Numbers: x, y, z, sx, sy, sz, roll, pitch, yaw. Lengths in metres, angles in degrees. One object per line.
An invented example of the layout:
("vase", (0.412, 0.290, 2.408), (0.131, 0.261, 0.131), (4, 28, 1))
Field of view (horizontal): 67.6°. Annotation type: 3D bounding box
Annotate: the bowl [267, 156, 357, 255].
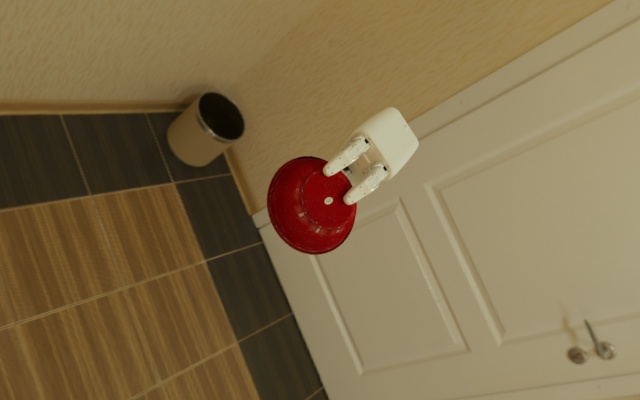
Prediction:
("bowl", (0.000, 0.003, 0.748), (0.162, 0.162, 0.055), (0, -10, -28))
